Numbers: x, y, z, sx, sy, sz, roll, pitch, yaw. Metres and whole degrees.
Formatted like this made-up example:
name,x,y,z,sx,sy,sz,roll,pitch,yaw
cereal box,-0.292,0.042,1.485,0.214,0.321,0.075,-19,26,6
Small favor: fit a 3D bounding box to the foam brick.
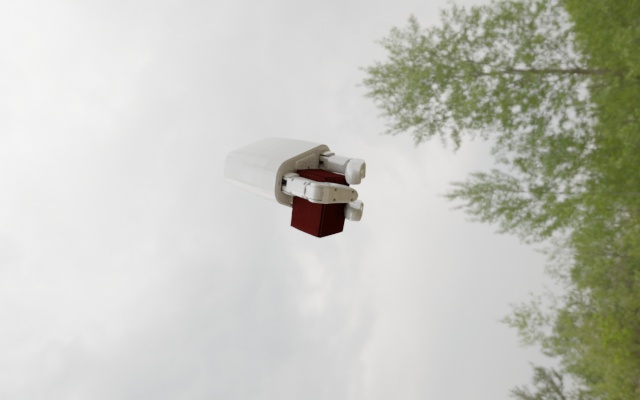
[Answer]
name,x,y,z,sx,sy,sz,roll,pitch,yaw
foam brick,0.000,0.002,0.617,0.051,0.078,0.053,16,14,36
